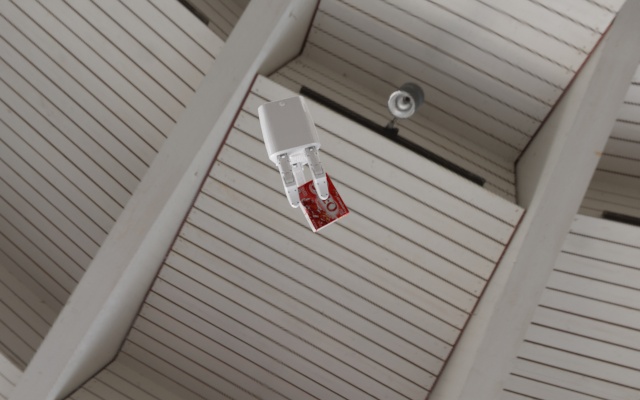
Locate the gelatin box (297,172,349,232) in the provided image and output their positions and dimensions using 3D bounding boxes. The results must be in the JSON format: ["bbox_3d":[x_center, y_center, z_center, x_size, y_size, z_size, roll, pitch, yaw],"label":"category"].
[{"bbox_3d":[0.000,0.003,0.892,0.073,0.089,0.030,-28,-6,-12],"label":"gelatin box"}]
